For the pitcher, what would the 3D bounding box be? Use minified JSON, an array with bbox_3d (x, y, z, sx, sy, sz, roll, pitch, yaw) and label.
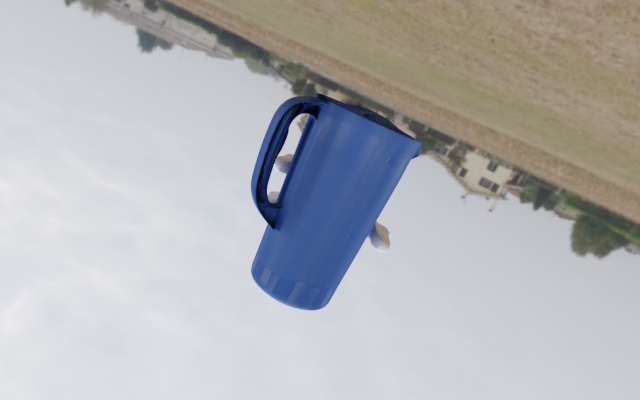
[{"bbox_3d":[0.000,0.002,0.568,0.149,0.243,0.145,28,13,13],"label":"pitcher"}]
